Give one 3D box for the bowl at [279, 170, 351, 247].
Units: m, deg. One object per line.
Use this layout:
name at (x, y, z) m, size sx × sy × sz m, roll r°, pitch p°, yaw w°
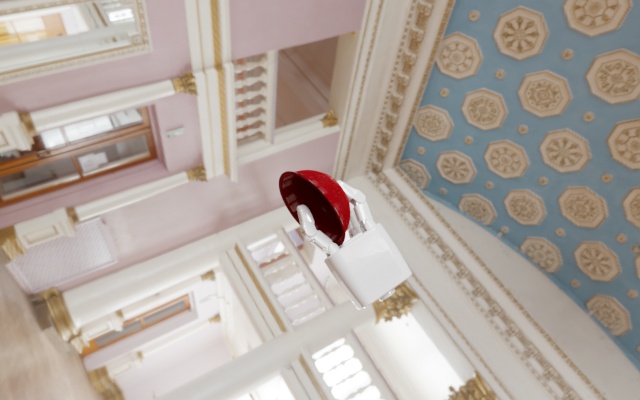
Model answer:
bowl at (0.000, 0.001, 0.841) m, size 0.055 × 0.162 × 0.162 m, roll -40°, pitch 20°, yaw -26°
